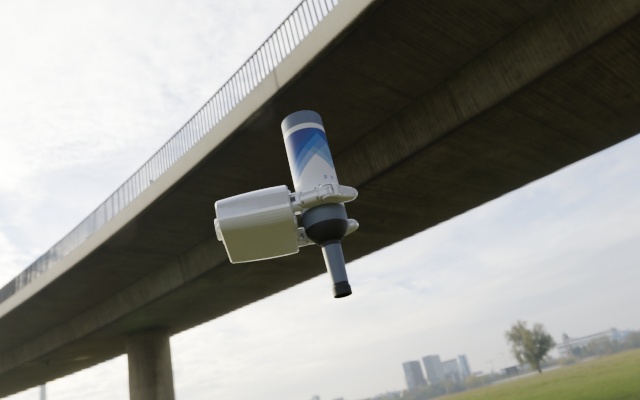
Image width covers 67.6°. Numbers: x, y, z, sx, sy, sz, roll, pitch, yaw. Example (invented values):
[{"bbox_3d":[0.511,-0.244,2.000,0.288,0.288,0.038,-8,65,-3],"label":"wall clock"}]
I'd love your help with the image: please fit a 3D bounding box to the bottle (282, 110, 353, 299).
[{"bbox_3d":[0.000,0.002,0.724,0.069,0.295,0.069,-11,-24,-5],"label":"bottle"}]
